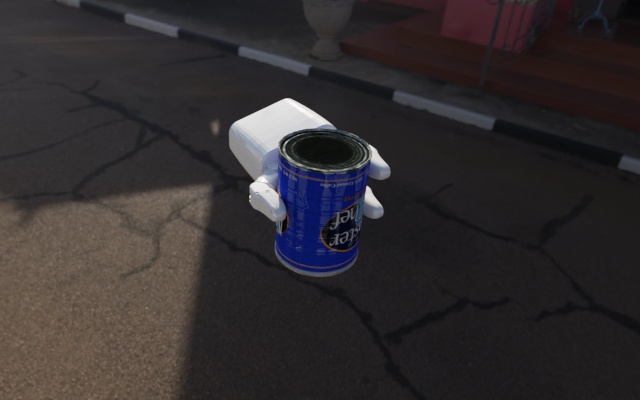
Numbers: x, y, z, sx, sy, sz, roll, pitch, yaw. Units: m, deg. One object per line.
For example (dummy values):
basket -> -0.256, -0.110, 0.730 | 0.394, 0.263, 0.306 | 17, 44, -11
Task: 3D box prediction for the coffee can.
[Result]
coffee can -> 0.000, 0.002, 0.550 | 0.103, 0.140, 0.102 | 4, 33, -2
